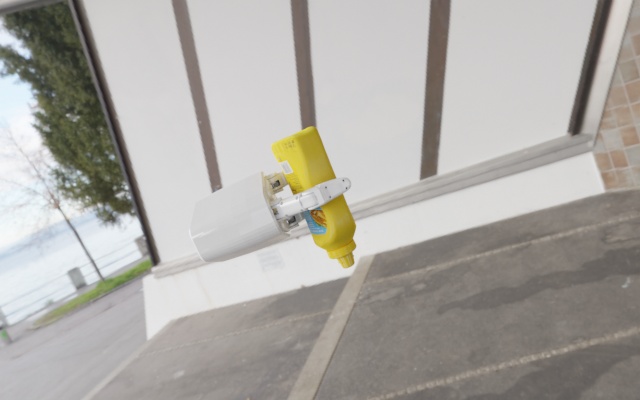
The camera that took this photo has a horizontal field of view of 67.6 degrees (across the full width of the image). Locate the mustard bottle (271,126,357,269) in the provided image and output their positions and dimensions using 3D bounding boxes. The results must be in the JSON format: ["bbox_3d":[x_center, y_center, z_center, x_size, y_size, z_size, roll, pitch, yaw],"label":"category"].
[{"bbox_3d":[0.000,0.002,0.630,0.058,0.191,0.096,-27,9,-22],"label":"mustard bottle"}]
